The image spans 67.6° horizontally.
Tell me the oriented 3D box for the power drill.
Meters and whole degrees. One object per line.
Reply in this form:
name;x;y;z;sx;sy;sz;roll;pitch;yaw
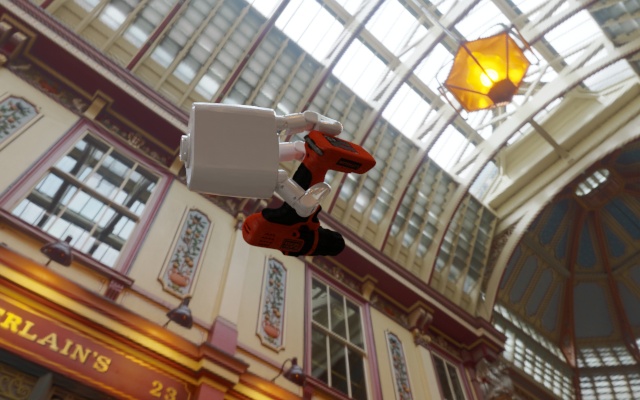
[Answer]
power drill;0.000;0.002;0.692;0.184;0.188;0.057;13;26;-42
